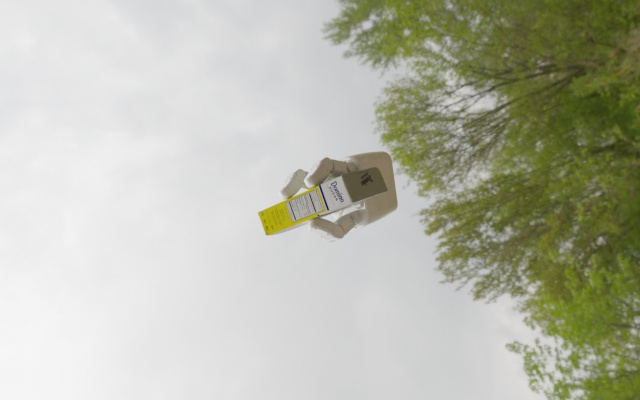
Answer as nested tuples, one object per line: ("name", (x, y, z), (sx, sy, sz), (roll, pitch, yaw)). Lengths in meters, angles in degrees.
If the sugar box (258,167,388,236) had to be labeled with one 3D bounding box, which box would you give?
("sugar box", (0.000, 0.002, 0.698), (0.176, 0.048, 0.093), (-26, -6, 39))
